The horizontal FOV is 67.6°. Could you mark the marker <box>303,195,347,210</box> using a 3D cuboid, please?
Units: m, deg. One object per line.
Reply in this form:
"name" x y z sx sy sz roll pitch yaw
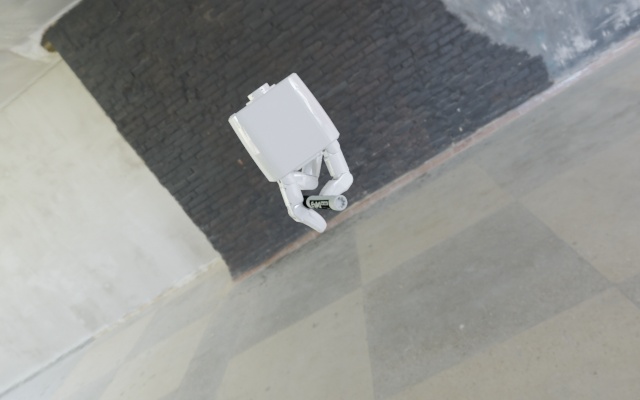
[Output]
"marker" 0.000 0.002 0.636 0.020 0.020 0.121 0 1 -24
